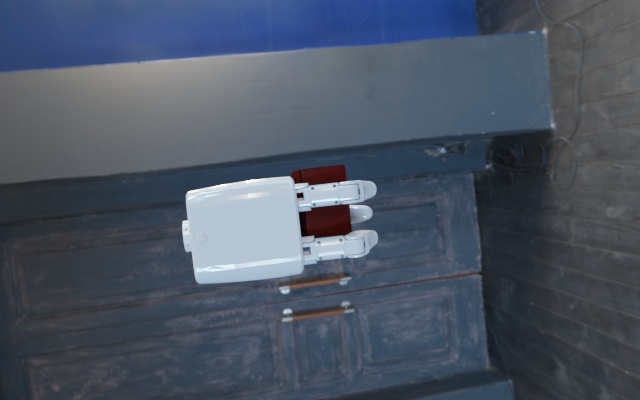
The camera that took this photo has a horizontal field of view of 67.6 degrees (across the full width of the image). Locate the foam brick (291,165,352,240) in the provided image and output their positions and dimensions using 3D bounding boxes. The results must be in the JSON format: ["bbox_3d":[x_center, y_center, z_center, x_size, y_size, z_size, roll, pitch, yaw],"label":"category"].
[{"bbox_3d":[0.000,0.001,0.521,0.051,0.078,0.053,-6,2,-12],"label":"foam brick"}]
